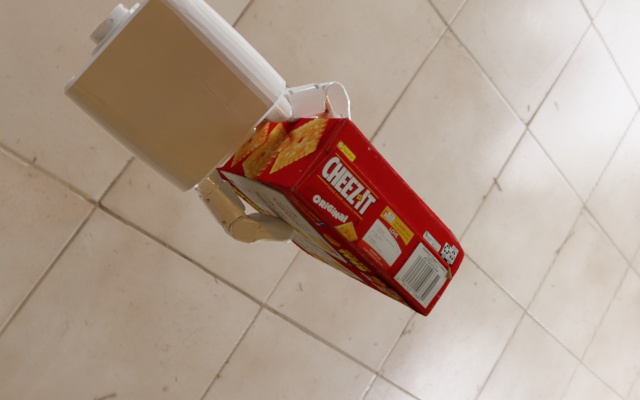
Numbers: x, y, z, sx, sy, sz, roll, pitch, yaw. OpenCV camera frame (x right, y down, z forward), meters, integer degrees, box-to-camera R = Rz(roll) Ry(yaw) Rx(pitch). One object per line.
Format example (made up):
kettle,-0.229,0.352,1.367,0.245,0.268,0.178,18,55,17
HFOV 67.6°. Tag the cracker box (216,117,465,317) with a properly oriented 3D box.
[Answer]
cracker box,0.000,0.002,0.430,0.164,0.072,0.213,43,-13,-28
